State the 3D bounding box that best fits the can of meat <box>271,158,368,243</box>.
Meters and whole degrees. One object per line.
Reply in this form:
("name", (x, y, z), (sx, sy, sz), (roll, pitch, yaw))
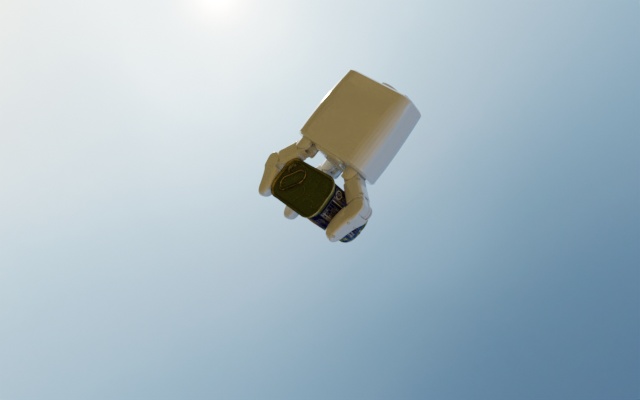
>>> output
("can of meat", (0.000, 0.002, 0.594), (0.084, 0.057, 0.102), (38, -4, -42))
